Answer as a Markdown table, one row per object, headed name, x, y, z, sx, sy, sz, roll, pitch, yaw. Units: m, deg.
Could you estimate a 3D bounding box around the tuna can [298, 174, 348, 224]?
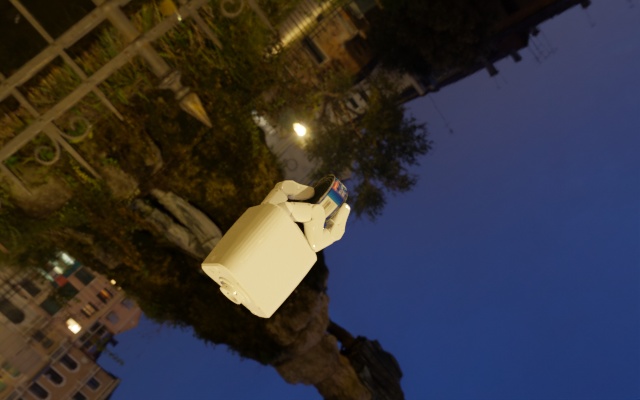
| name | x | y | z | sx | sy | sz | roll | pitch | yaw |
| --- | --- | --- | --- | --- | --- | --- | --- | --- | --- |
| tuna can | 0.001 | 0.003 | 0.717 | 0.034 | 0.086 | 0.086 | 44 | -15 | -16 |
